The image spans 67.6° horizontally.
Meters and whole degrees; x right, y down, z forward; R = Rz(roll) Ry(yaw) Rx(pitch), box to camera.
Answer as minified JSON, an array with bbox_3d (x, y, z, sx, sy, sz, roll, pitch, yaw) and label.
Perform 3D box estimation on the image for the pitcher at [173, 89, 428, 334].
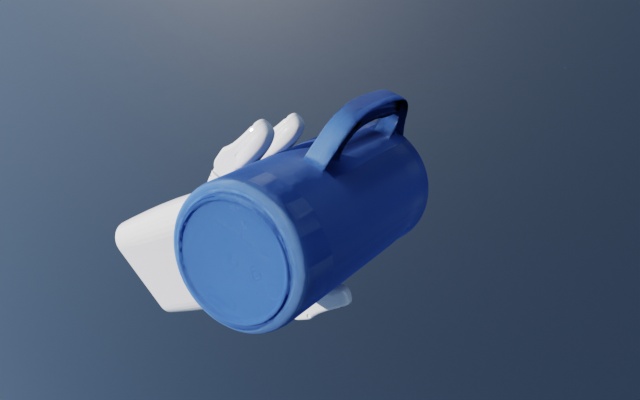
[{"bbox_3d":[0.000,0.001,0.404,0.145,0.149,0.242,-15,7,30],"label":"pitcher"}]
